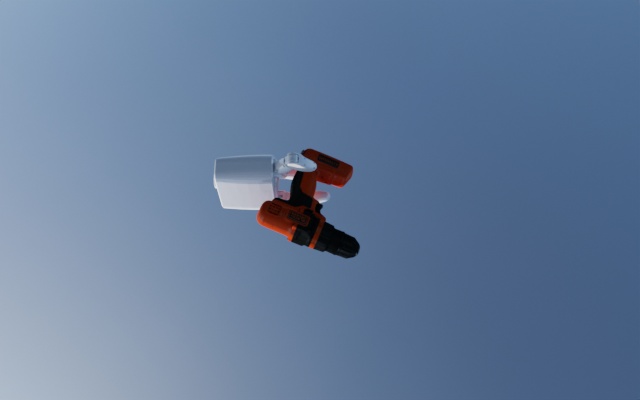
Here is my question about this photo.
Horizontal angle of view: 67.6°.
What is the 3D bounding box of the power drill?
[{"bbox_3d":[0.000,0.002,0.854,0.184,0.187,0.057,24,-41,-2],"label":"power drill"}]
